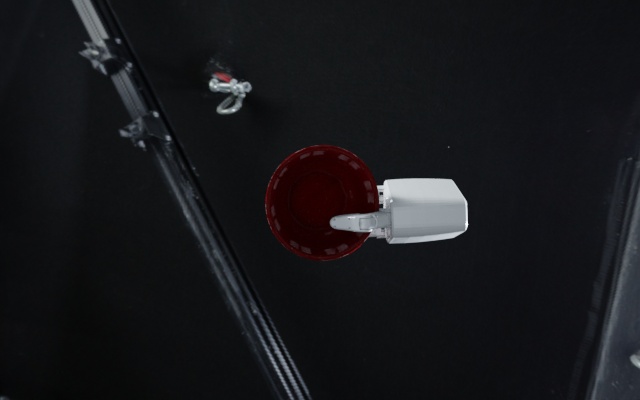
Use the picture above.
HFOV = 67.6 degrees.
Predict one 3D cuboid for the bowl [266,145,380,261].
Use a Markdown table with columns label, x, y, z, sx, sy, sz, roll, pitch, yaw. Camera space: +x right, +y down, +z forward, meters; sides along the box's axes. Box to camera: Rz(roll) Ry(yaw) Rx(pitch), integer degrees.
| label | x | y | z | sx | sy | sz | roll | pitch | yaw |
| --- | --- | --- | --- | --- | --- | --- | --- | --- | --- |
| bowl | -0.001 | 0.002 | 0.688 | 0.162 | 0.162 | 0.055 | 0 | 5 | -10 |
